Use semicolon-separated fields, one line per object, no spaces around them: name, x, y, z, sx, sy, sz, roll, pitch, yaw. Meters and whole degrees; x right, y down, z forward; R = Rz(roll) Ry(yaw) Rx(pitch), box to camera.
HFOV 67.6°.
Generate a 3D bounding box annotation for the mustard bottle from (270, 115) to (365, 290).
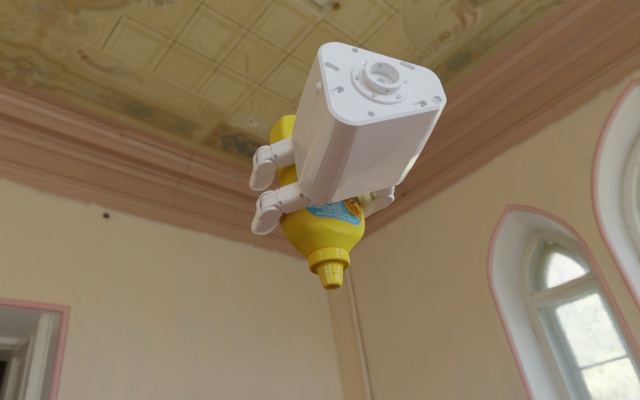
mustard bottle;0.000;0.002;0.507;0.096;0.191;0.058;15;-38;-34
